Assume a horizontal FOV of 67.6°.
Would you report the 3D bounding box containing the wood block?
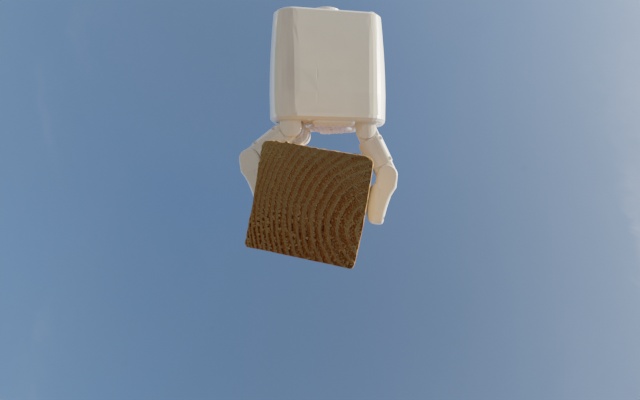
[{"bbox_3d":[0.000,0.001,0.473,0.091,0.090,0.206,10,2,5],"label":"wood block"}]
